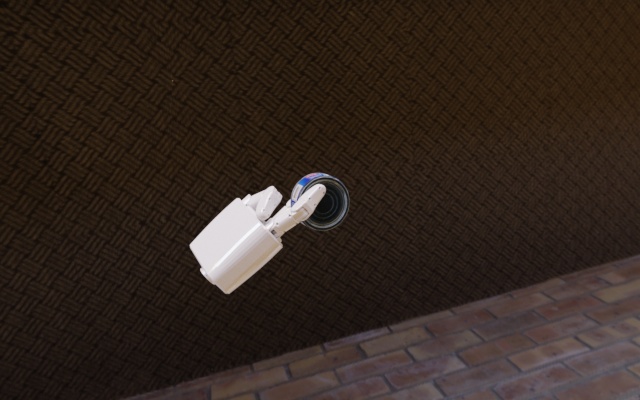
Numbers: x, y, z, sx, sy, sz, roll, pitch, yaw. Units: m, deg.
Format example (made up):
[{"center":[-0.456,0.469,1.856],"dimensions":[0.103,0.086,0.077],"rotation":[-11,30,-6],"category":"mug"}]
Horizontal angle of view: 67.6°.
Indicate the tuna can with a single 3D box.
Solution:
[{"center":[0.000,0.002,0.722],"dimensions":[0.086,0.086,0.033],"rotation":[0,10,-21],"category":"tuna can"}]
